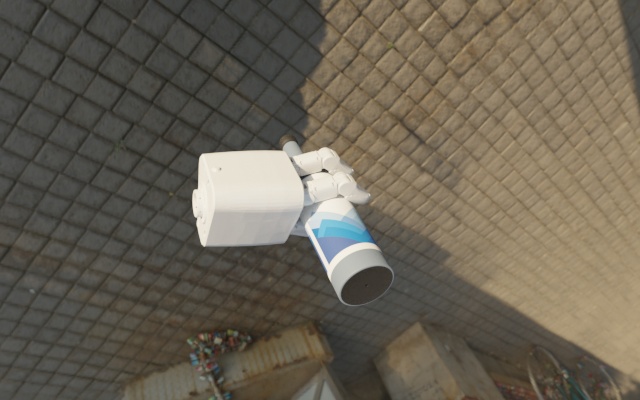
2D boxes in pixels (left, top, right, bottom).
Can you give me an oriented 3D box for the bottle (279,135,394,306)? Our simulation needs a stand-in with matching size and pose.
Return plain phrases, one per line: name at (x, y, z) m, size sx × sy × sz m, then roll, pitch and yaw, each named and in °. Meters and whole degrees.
bottle at (0.000, 0.002, 0.621) m, size 0.069 × 0.069 × 0.295 m, roll 0°, pitch 38°, yaw -26°
